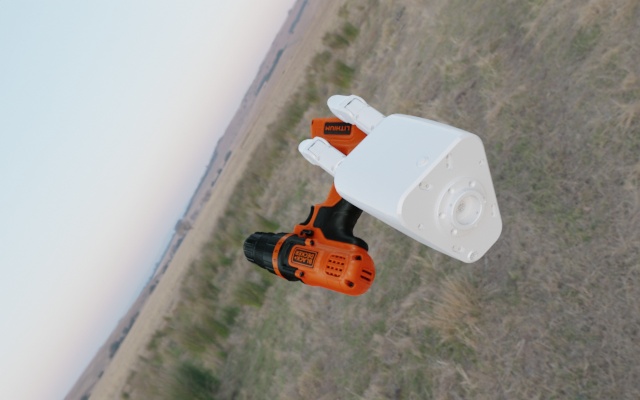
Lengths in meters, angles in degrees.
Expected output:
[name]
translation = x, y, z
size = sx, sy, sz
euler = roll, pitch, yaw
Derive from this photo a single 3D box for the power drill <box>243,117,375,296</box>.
[power drill]
translation = 0.000, 0.001, 0.535
size = 0.184, 0.187, 0.057
euler = 8, -13, 42
